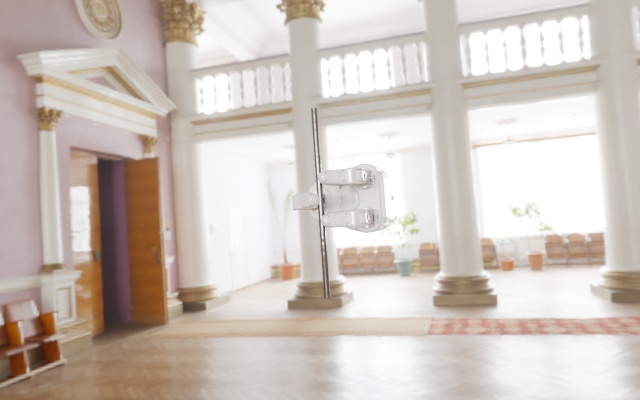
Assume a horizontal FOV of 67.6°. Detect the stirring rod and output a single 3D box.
[{"bbox_3d":[0.000,0.002,0.606,0.011,0.239,0.011,-4,-2,0],"label":"stirring rod"}]
